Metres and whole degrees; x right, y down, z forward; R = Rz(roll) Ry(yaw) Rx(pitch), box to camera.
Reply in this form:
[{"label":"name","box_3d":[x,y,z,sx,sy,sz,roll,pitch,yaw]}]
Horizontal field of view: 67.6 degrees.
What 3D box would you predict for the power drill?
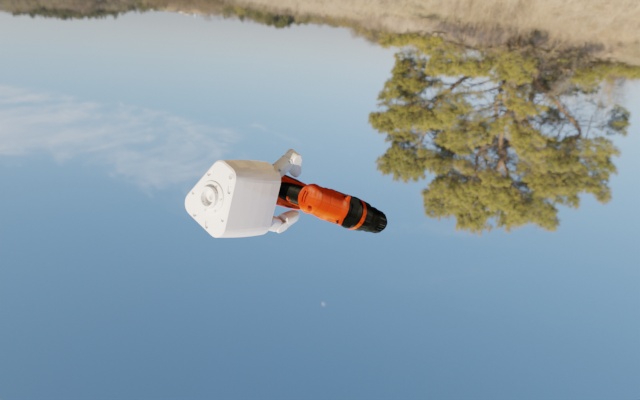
[{"label":"power drill","box_3d":[0.000,0.003,0.808,0.184,0.057,0.187,22,-4,-41]}]
